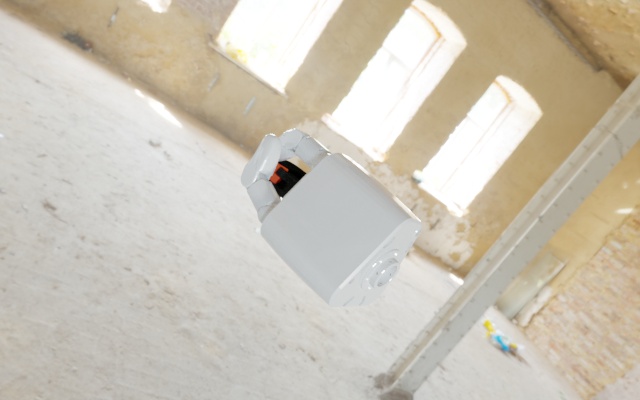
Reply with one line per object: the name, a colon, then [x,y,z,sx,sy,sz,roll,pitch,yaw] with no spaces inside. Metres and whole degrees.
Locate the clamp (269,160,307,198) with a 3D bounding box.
clamp: [0.000,0.001,0.563,0.120,0.039,0.171,43,14,31]
